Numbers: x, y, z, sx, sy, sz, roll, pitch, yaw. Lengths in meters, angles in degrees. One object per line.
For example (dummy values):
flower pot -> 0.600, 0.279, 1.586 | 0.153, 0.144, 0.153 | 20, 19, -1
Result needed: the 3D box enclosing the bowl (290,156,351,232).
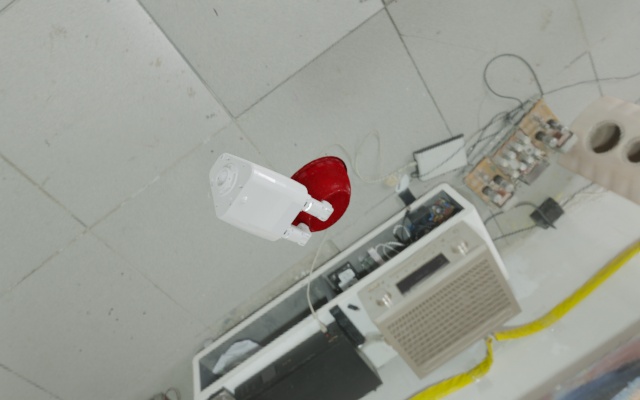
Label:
bowl -> 0.001, 0.003, 0.842 | 0.162, 0.162, 0.055 | 0, 37, -49
